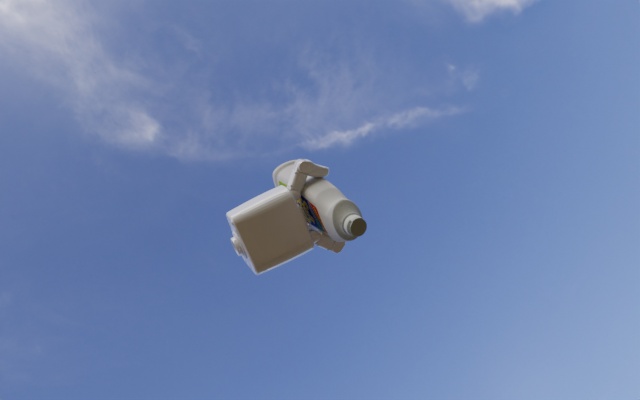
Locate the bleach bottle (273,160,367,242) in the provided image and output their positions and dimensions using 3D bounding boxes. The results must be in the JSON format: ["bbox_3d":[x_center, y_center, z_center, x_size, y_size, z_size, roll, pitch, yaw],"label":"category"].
[{"bbox_3d":[0.000,0.003,0.799,0.068,0.103,0.250,-26,23,-18],"label":"bleach bottle"}]
